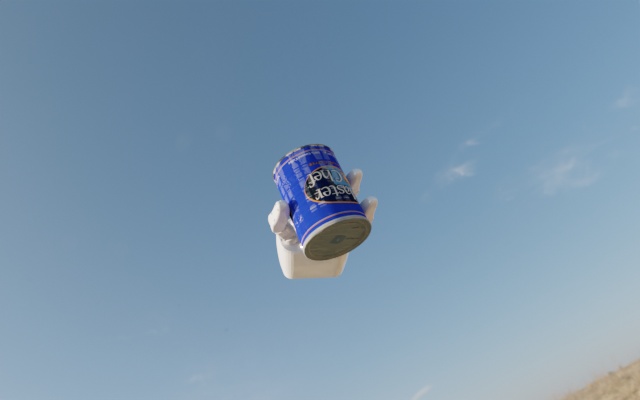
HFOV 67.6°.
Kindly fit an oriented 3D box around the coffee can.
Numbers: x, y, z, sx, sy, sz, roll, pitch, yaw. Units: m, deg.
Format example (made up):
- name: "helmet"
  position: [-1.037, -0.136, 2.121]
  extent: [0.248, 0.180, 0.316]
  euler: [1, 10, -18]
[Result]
- name: "coffee can"
  position: [0.000, 0.002, 0.702]
  extent: [0.103, 0.140, 0.103]
  euler: [-18, -32, -11]
